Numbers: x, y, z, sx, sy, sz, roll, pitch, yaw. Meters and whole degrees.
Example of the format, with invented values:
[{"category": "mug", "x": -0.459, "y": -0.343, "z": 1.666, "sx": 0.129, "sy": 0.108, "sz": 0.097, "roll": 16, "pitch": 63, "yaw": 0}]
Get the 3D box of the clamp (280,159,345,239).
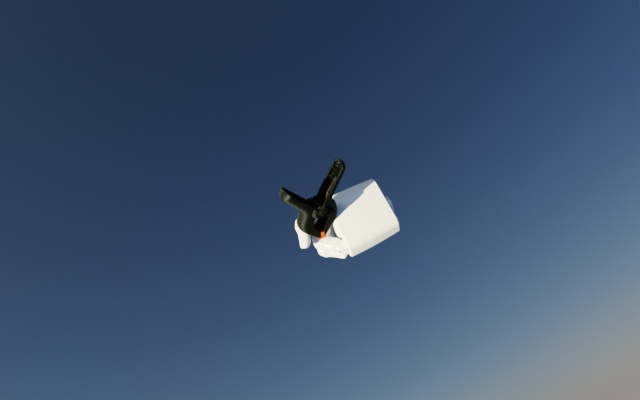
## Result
[{"category": "clamp", "x": 0.000, "y": 0.003, "z": 0.823, "sx": 0.120, "sy": 0.039, "sz": 0.172, "roll": -29, "pitch": -32, "yaw": -7}]
